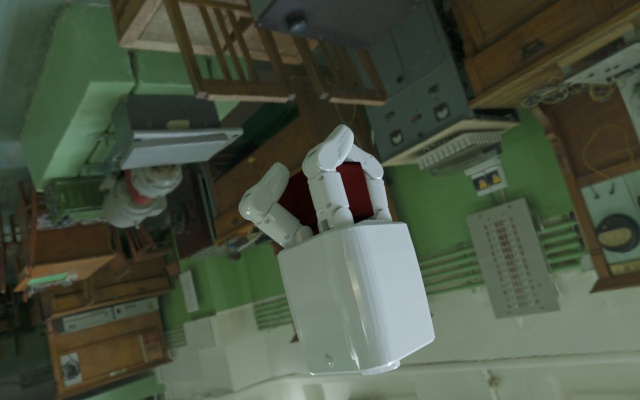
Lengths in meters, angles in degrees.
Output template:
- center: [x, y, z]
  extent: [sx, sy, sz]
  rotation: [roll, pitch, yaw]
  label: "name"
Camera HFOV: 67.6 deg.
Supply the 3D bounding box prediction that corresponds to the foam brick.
- center: [0.000, 0.001, 0.436]
  extent: [0.053, 0.051, 0.078]
  rotation: [-3, -16, -37]
  label: "foam brick"
